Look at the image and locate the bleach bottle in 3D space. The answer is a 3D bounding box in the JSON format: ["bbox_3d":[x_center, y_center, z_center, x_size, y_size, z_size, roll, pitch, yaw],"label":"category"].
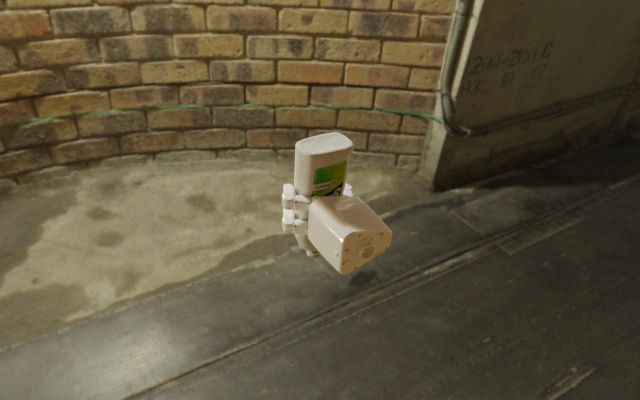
[{"bbox_3d":[0.000,0.003,0.895,0.102,0.251,0.068,-16,40,-25],"label":"bleach bottle"}]
